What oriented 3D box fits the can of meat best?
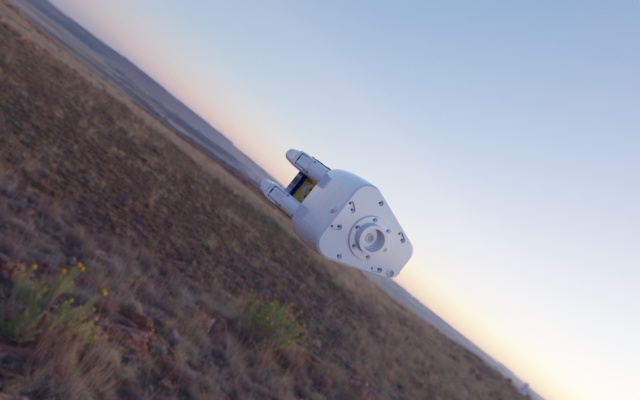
[{"bbox_3d":[0.000,0.002,0.649,0.102,0.084,0.057,39,-1,-15],"label":"can of meat"}]
